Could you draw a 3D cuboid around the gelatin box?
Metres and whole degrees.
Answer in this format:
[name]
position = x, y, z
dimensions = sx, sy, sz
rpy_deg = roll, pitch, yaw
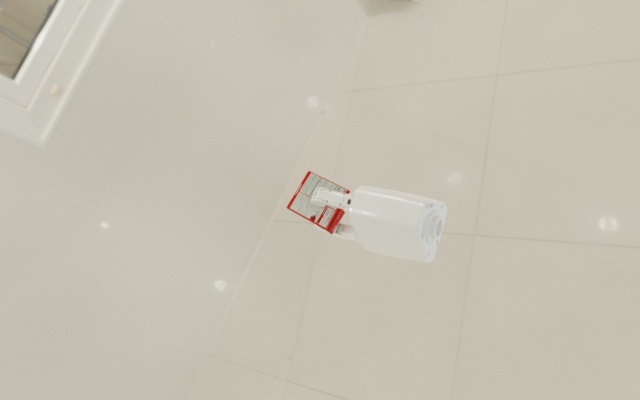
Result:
[gelatin box]
position = 0.000, 0.002, 0.772
dimensions = 0.089, 0.073, 0.030
rpy_deg = 28, -5, 30
